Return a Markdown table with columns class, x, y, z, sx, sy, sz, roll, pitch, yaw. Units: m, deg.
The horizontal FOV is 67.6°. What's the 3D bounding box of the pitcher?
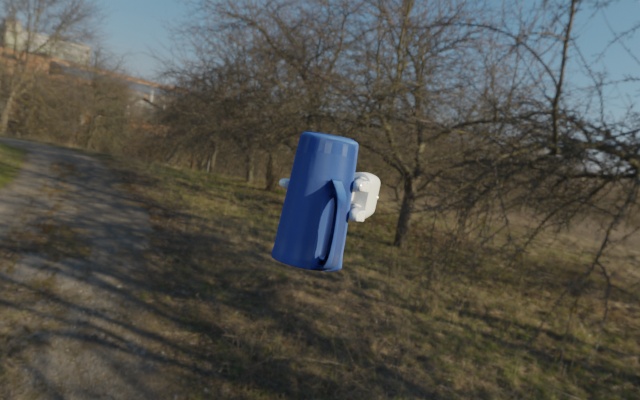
| class | x | y | z | sx | sy | sz | roll | pitch | yaw |
| --- | --- | --- | --- | --- | --- | --- | --- | --- | --- |
| pitcher | 0.000 | 0.003 | 0.867 | 0.149 | 0.243 | 0.145 | 13 | 6 | 21 |
